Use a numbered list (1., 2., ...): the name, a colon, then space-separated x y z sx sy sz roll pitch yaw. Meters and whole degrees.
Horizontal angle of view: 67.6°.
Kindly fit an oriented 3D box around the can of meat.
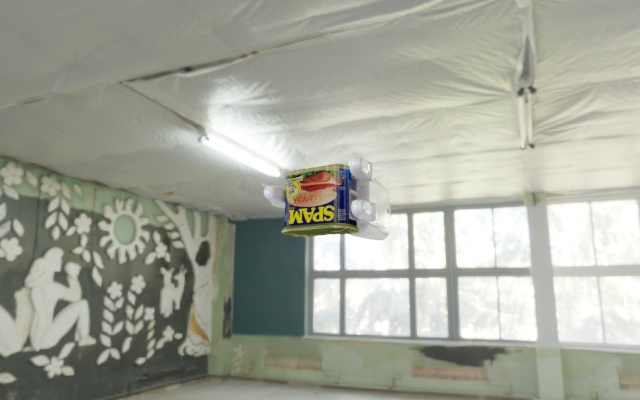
1. can of meat: 0.000 0.002 0.639 0.102 0.084 0.057 -6 -14 30
